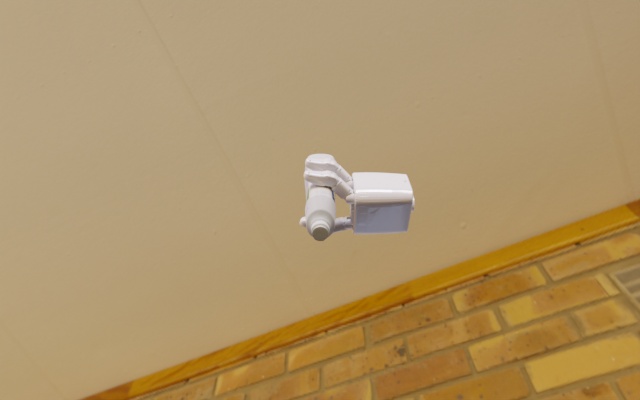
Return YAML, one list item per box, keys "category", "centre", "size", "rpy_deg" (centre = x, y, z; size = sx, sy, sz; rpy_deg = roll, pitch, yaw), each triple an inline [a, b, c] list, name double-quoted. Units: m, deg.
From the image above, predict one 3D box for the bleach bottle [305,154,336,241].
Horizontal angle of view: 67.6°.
- category: "bleach bottle"
  centre: [0.000, 0.003, 0.900]
  size: [0.068, 0.103, 0.250]
  rpy_deg: [0, 29, 0]
